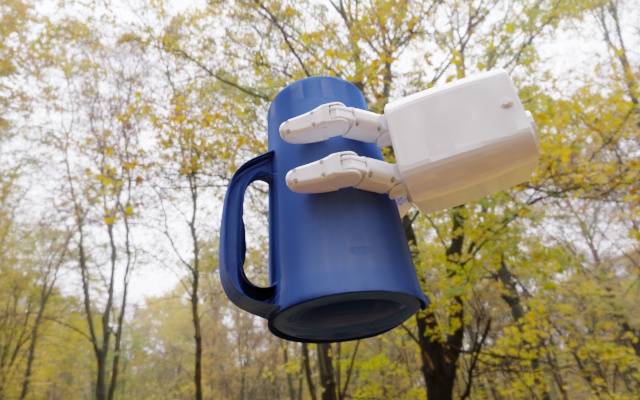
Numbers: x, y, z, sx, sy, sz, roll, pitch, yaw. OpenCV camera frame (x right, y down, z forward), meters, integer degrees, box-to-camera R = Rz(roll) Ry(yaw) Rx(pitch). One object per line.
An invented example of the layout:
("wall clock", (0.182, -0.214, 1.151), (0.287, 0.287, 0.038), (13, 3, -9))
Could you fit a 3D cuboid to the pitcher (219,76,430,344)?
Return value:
("pitcher", (0.000, 0.001, 0.449), (0.145, 0.242, 0.149), (-18, -32, 16))
